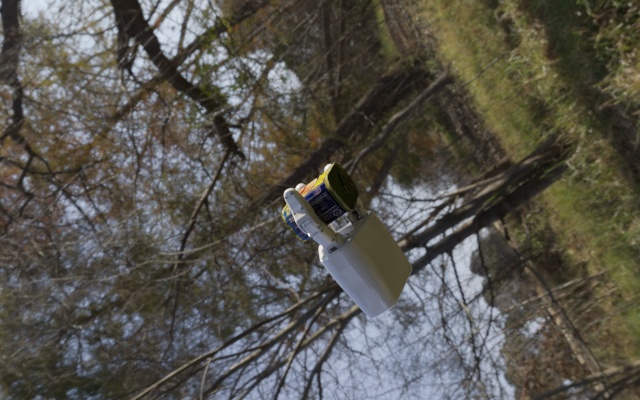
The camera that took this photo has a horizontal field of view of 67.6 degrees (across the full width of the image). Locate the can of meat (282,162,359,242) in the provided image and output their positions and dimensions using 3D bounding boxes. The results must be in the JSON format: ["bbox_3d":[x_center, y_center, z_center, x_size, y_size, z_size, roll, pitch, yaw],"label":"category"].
[{"bbox_3d":[0.000,0.002,0.653,0.084,0.057,0.102,-36,9,19],"label":"can of meat"}]
